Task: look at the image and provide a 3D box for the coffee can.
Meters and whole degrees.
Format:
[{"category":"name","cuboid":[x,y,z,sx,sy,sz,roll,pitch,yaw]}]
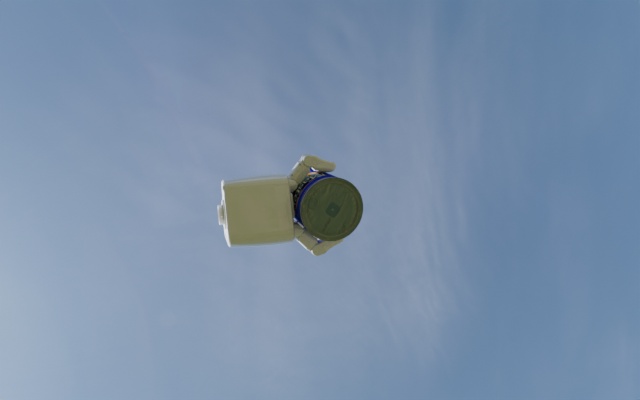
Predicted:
[{"category":"coffee can","cuboid":[0.000,0.003,0.812,0.103,0.103,0.140,0,10,-16]}]
